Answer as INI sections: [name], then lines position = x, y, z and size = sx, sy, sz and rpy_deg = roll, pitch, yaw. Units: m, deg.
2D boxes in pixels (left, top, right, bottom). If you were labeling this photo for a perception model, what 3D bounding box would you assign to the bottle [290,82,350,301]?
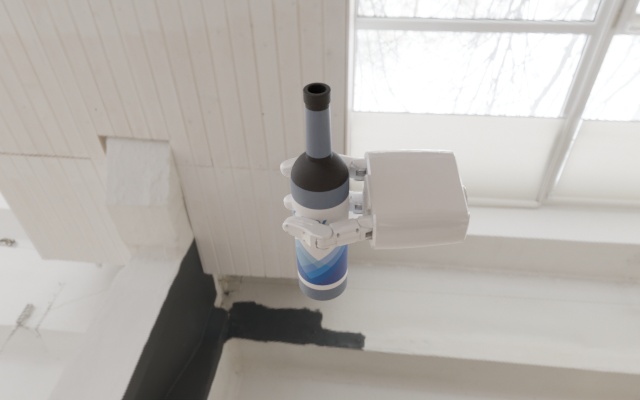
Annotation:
[bottle]
position = 0.000, 0.002, 0.558
size = 0.069, 0.296, 0.069
rpy_deg = -1, 42, 1
